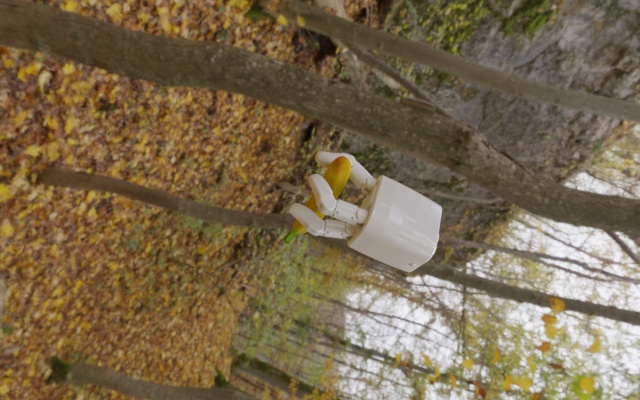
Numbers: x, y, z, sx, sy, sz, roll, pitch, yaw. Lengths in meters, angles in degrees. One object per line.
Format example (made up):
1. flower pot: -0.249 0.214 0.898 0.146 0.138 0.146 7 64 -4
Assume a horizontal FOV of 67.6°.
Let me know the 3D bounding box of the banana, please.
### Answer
1. banana: 0.005 -0.005 0.735 0.037 0.198 0.069 33 39 0
